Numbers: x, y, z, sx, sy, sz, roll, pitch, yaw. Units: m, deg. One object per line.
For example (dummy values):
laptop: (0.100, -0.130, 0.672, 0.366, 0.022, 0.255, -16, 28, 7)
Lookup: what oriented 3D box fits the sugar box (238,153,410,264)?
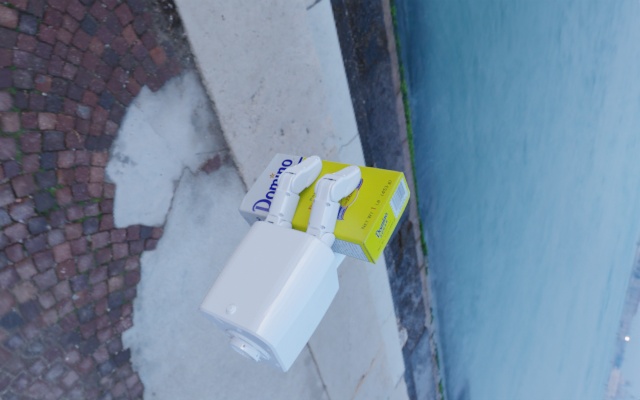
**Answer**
sugar box: (0.000, 0.002, 0.527, 0.176, 0.093, 0.048, 13, -32, 34)
